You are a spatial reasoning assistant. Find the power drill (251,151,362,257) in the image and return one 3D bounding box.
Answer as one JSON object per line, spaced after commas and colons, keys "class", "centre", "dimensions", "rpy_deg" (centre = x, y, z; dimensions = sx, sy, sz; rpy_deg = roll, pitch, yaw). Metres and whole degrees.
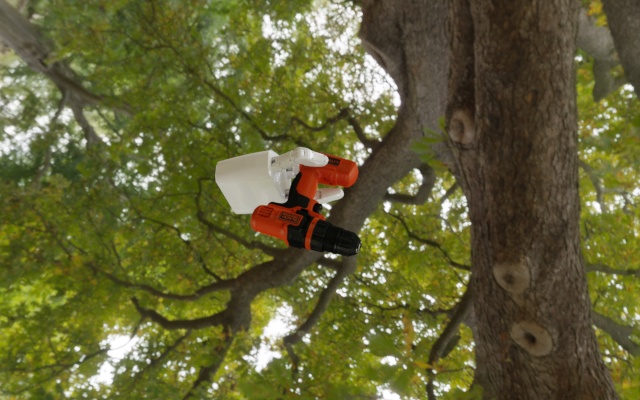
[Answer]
{"class": "power drill", "centre": [0.000, 0.002, 0.801], "dimensions": [0.184, 0.057, 0.187], "rpy_deg": [16, 48, 13]}
